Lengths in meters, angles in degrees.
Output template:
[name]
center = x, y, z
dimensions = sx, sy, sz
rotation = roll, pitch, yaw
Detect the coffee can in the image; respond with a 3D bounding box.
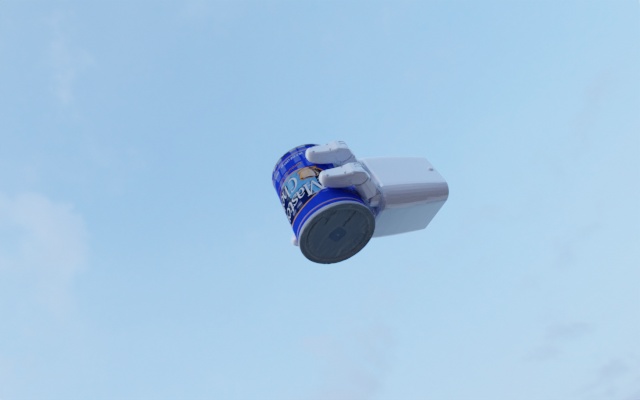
[coffee can]
center = 0.000, 0.002, 0.652
dimensions = 0.103, 0.103, 0.140
rotation = 0, 37, -24
